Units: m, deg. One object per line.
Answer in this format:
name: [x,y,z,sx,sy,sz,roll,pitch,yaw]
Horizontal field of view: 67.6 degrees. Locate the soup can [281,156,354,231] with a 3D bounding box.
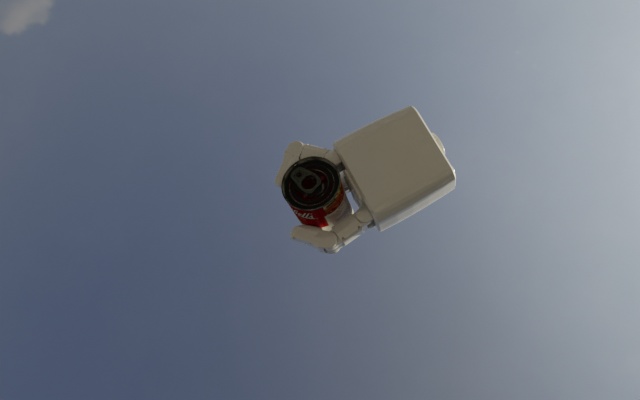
soup can: [0.000,0.002,0.572,0.068,0.068,0.102,0,-26,14]
